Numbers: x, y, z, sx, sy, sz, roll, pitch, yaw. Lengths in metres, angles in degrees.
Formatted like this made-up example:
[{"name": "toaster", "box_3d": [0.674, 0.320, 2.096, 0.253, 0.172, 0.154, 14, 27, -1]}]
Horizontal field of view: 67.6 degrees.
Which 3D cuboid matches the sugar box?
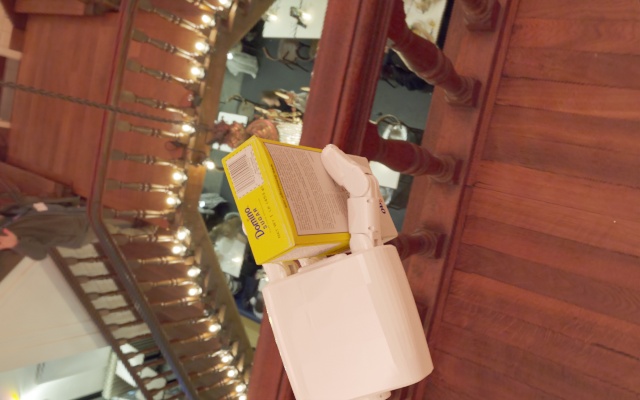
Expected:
[{"name": "sugar box", "box_3d": [0.000, 0.002, 0.427, 0.048, 0.093, 0.176, -28, -17, 27]}]
